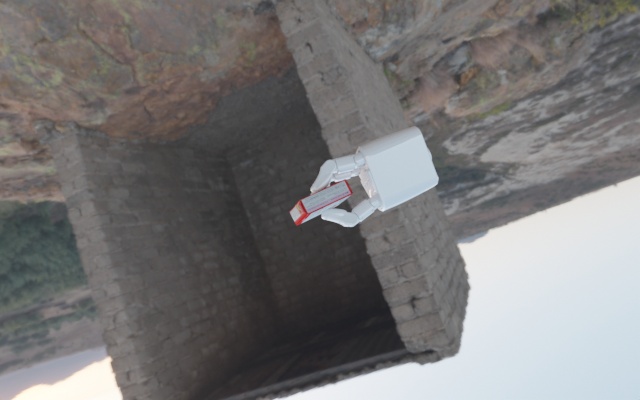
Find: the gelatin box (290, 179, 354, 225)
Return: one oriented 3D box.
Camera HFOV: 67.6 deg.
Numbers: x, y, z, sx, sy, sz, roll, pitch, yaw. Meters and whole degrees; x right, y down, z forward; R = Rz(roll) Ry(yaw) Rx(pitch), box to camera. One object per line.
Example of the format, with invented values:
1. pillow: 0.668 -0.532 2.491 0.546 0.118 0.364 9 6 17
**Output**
1. gelatin box: 0.000 0.003 0.774 0.089 0.030 0.073 -26 -6 -21
